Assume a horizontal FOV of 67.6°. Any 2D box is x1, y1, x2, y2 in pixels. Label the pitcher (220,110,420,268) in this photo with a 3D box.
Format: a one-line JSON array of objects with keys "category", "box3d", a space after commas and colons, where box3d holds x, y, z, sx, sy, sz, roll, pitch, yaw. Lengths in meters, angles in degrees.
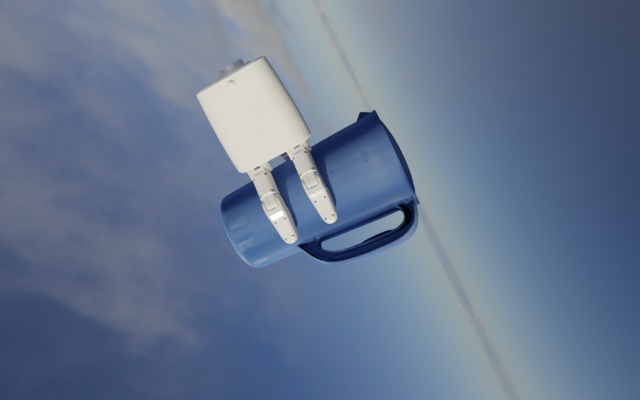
[{"category": "pitcher", "box3d": [0.000, 0.002, 0.621, 0.243, 0.145, 0.149, -26, 19, 10]}]
